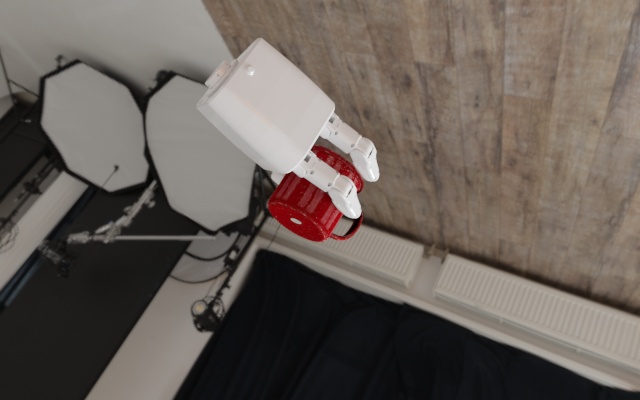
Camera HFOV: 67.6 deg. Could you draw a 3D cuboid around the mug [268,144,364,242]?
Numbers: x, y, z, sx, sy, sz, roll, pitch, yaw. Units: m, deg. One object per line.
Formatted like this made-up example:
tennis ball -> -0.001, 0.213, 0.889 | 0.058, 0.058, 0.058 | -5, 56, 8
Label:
mug -> 0.001, 0.003, 0.564 | 0.117, 0.081, 0.093 | 40, -24, -20
